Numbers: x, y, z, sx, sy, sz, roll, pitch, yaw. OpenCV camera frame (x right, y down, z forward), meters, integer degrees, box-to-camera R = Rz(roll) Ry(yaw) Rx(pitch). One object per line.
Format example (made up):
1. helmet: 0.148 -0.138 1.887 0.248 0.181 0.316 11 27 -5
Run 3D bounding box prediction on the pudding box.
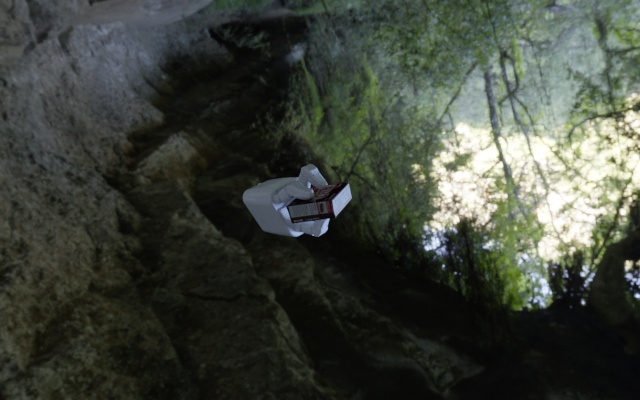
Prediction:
1. pudding box: 0.000 0.003 0.883 0.090 0.039 0.113 -9 17 22
